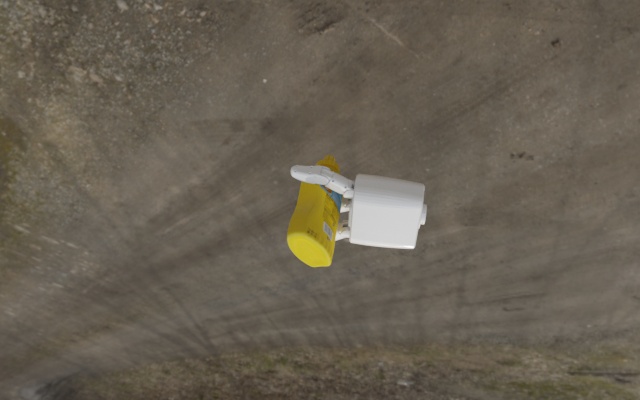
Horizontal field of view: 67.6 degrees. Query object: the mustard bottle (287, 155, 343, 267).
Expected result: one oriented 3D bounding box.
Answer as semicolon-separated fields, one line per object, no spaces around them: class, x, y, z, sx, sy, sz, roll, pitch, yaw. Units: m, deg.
mustard bottle;0.000;0.003;0.764;0.058;0.191;0.096;-9;-41;27
